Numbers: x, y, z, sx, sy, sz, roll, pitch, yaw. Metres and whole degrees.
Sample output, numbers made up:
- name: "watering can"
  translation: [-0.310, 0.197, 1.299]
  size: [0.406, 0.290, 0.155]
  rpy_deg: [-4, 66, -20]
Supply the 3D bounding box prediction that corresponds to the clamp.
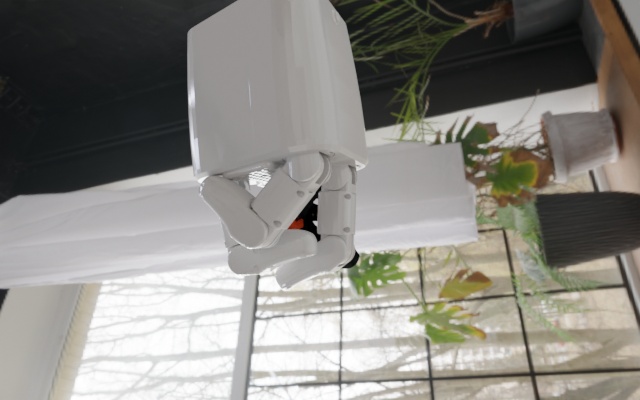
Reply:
- name: "clamp"
  translation: [-0.001, 0.001, 0.404]
  size: [0.039, 0.120, 0.171]
  rpy_deg: [-7, -6, 18]
